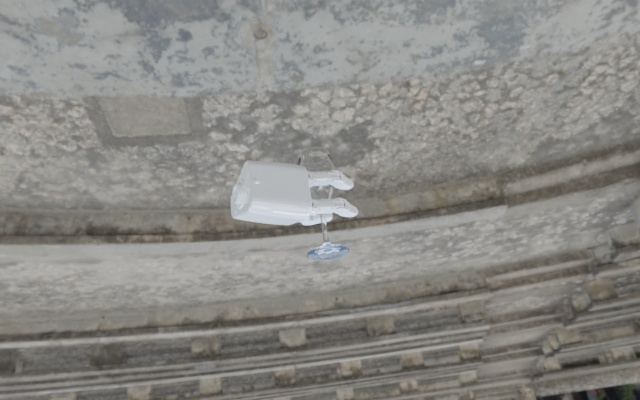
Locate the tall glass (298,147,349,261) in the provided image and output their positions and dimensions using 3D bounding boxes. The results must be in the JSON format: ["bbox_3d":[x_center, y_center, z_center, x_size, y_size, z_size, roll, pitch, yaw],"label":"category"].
[{"bbox_3d":[0.000,0.004,0.869,0.079,0.201,0.079,-7,-26,-3],"label":"tall glass"}]
